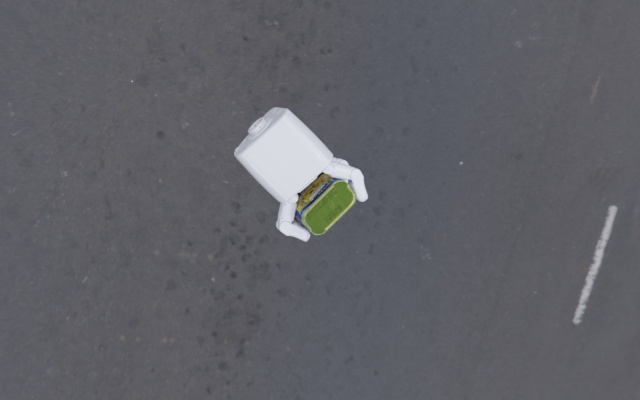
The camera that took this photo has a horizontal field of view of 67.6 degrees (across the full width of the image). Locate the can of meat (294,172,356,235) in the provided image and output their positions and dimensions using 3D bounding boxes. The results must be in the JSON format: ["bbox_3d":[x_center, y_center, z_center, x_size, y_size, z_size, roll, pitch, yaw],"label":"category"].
[{"bbox_3d":[0.000,0.003,0.786,0.057,0.102,0.084,48,-6,-24],"label":"can of meat"}]
